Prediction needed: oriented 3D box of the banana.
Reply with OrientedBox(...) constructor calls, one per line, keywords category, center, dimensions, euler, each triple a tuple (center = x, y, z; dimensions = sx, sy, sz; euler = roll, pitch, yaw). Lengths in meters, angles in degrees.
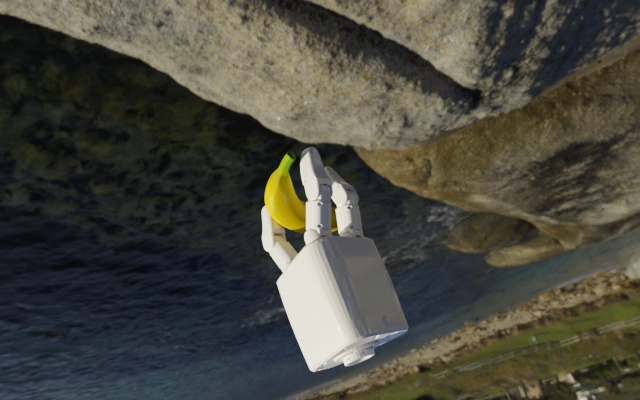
OrientedBox(category="banana", center=(-0.017, 0.010, 0.578), dimensions=(0.069, 0.037, 0.198), euler=(-32, -28, 9))
